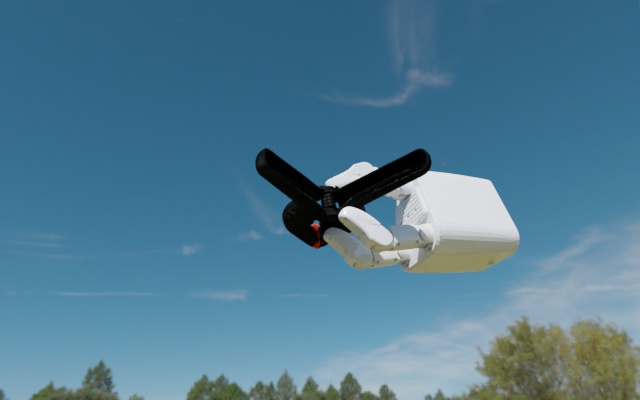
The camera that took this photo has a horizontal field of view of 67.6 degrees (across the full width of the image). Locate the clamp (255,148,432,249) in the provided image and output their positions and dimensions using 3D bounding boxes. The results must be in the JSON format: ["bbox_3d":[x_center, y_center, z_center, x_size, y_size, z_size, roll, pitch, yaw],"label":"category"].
[{"bbox_3d":[0.000,0.001,0.512,0.164,0.036,0.210,3,-27,-17],"label":"clamp"}]
